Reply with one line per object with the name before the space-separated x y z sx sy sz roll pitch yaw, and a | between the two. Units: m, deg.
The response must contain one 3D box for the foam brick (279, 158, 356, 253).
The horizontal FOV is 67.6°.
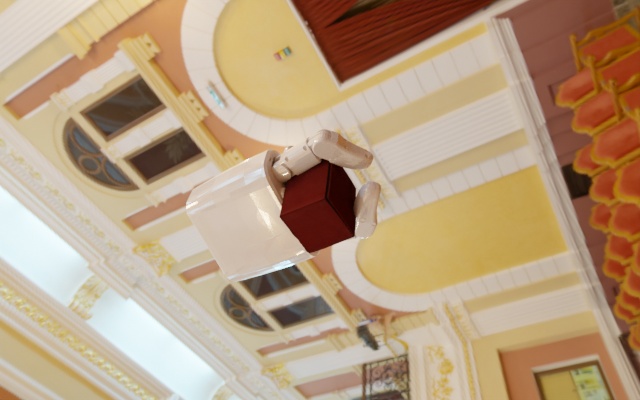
foam brick | 0.000 0.002 0.458 0.051 0.053 0.078 -22 32 21
